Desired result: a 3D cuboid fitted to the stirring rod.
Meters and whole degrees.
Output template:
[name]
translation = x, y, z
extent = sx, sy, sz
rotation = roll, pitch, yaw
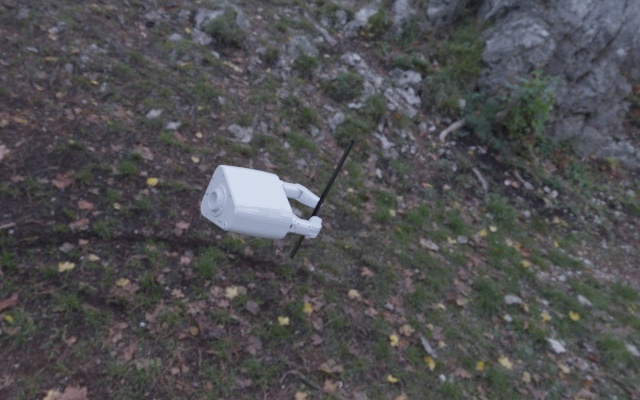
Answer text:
[stirring rod]
translation = 0.000, 0.003, 0.830
extent = 0.011, 0.239, 0.011
rotation = 25, 19, -9
